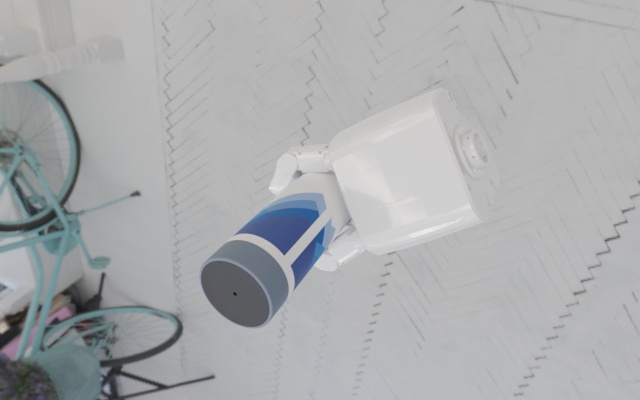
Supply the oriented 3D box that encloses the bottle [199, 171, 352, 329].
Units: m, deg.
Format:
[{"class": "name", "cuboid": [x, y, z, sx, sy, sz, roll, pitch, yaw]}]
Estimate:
[{"class": "bottle", "cuboid": [0.000, 0.002, 0.470, 0.069, 0.069, 0.295, 0, 28, 30]}]
